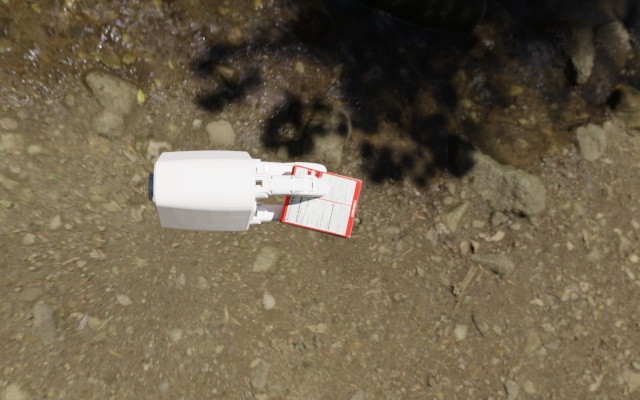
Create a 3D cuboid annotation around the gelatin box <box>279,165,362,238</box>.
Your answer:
[{"bbox_3d":[0.001,0.002,0.593,0.089,0.073,0.030,13,-8,-8],"label":"gelatin box"}]
